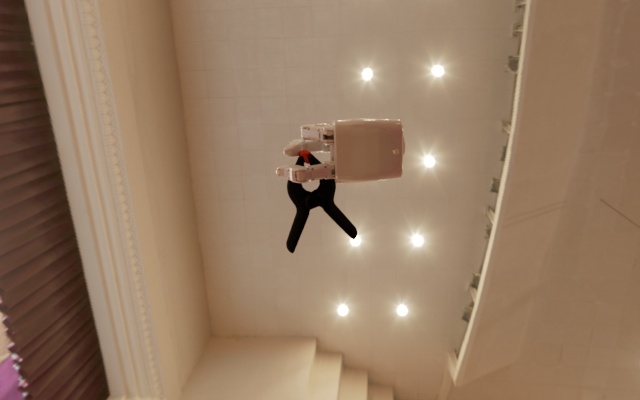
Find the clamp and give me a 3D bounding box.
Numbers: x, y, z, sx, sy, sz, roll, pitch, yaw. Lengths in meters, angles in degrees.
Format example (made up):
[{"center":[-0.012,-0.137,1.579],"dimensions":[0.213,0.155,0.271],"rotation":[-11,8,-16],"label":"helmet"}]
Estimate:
[{"center":[0.000,0.002,0.783],"dimensions":[0.120,0.171,0.039],"rotation":[-5,19,-10],"label":"clamp"}]
